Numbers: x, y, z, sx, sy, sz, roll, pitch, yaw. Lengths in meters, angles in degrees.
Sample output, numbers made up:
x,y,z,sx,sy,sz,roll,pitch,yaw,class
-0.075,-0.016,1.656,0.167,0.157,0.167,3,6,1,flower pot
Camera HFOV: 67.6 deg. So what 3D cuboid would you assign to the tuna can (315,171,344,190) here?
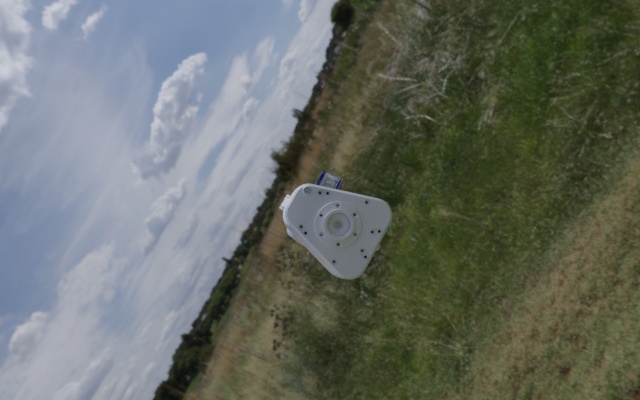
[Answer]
x,y,z,sx,sy,sz,roll,pitch,yaw,class
0.000,0.002,0.681,0.034,0.086,0.086,26,1,2,tuna can
